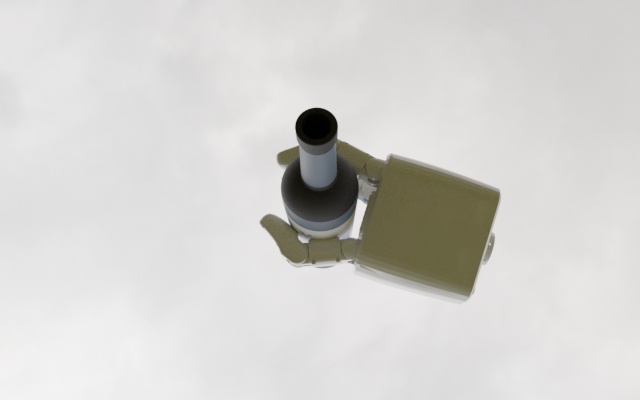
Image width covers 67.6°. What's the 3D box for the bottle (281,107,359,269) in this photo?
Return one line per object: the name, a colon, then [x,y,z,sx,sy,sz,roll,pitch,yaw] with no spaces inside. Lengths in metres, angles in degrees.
bottle: [0.000,0.002,0.439,0.069,0.069,0.296,0,-19,1]
